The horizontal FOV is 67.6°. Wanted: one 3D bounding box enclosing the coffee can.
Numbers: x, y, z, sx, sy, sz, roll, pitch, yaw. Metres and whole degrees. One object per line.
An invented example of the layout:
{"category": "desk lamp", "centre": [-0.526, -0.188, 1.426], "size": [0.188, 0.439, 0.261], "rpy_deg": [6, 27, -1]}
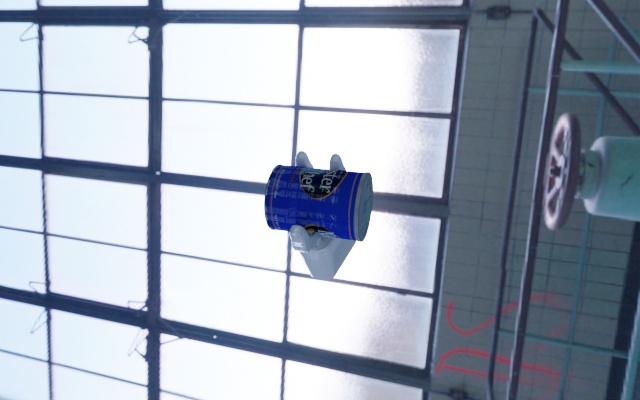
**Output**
{"category": "coffee can", "centre": [0.000, 0.002, 0.711], "size": [0.140, 0.103, 0.103], "rpy_deg": [6, 2, 16]}
